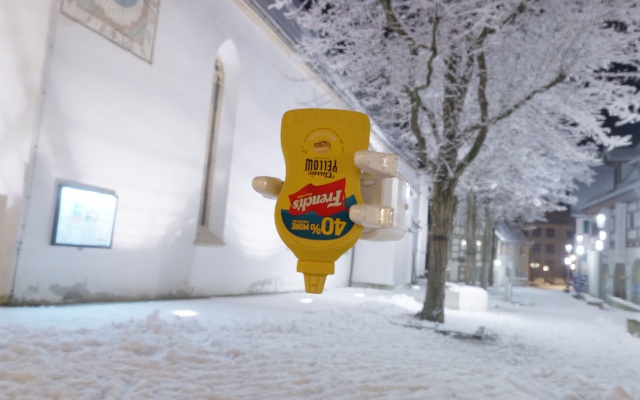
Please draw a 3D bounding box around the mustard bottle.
[{"bbox_3d":[0.000,0.001,0.506,0.096,0.191,0.058,4,-6,4],"label":"mustard bottle"}]
